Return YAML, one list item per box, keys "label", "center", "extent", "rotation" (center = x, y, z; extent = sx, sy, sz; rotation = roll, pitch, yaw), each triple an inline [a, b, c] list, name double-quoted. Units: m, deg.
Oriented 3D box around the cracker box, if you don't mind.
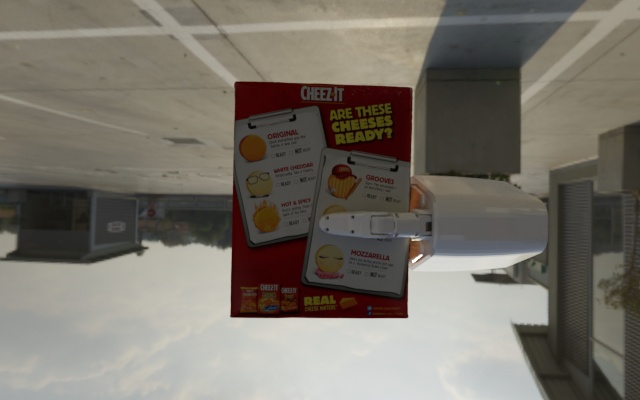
- label: "cracker box"
  center: [0.000, 0.002, 0.460]
  extent: [0.164, 0.213, 0.072]
  rotation: [1, -1, -4]
